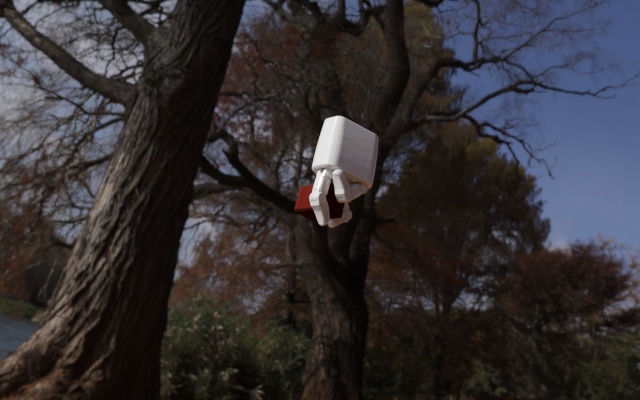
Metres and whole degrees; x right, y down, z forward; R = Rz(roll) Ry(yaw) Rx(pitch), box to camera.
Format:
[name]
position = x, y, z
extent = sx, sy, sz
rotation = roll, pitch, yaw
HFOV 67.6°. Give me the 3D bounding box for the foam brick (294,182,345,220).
[foam brick]
position = 0.000, 0.003, 0.891
extent = 0.078, 0.051, 0.053
rotation = -6, -26, 41
